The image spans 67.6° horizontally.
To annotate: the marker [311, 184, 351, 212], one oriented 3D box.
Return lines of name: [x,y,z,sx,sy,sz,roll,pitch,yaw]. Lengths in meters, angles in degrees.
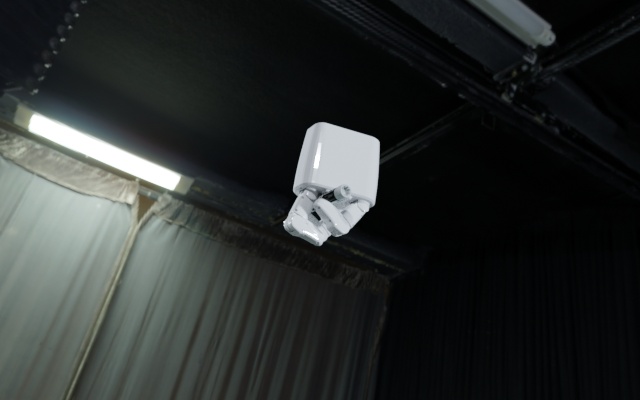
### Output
marker: [0.000,0.002,0.673,0.020,0.020,0.121,0,-15,-35]
